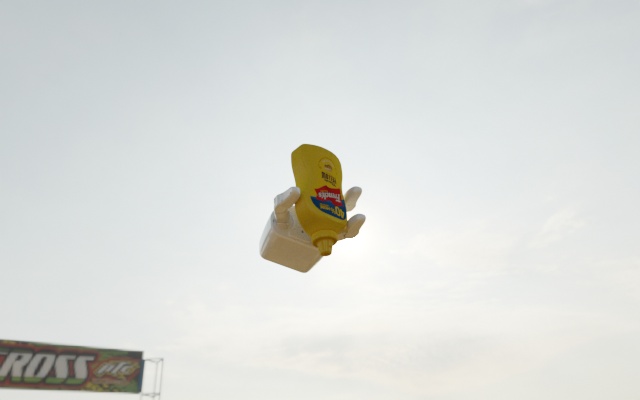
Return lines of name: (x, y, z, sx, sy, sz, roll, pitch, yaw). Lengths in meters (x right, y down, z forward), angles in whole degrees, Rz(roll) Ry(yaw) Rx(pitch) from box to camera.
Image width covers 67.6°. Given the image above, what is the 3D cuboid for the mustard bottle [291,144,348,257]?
mustard bottle: (0.000, 0.002, 0.783, 0.096, 0.191, 0.058, 24, -42, -38)
